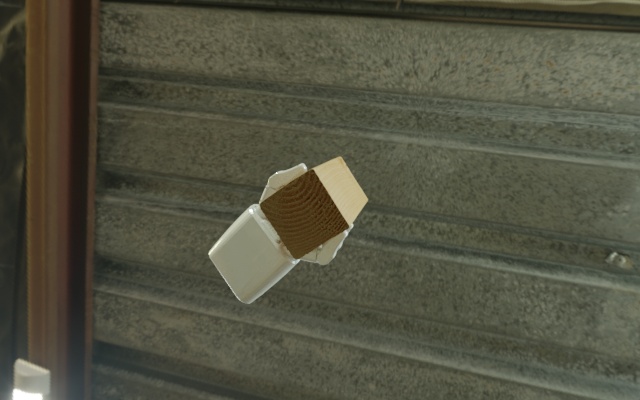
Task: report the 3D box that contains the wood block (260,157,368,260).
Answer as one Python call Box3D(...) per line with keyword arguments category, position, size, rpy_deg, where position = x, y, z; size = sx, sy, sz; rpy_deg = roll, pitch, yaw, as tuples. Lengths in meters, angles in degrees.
Box3D(category="wood block", position=(0.000, 0.002, 0.704), size=(0.090, 0.091, 0.206), rpy_deg=(-33, 2, 15))
